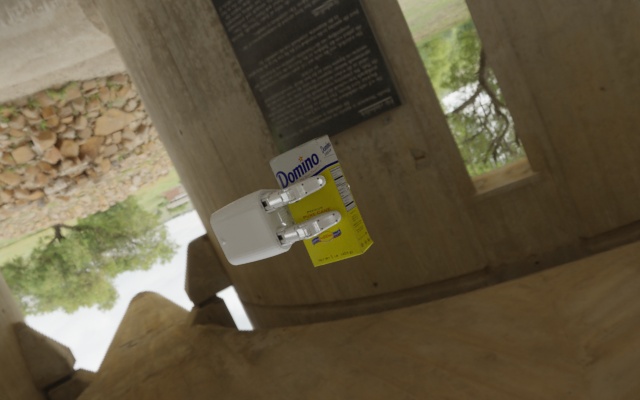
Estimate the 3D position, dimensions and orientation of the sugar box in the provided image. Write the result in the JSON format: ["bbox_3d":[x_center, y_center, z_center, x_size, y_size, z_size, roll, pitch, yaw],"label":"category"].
[{"bbox_3d":[0.000,0.003,0.705,0.093,0.176,0.048,-21,8,33],"label":"sugar box"}]
